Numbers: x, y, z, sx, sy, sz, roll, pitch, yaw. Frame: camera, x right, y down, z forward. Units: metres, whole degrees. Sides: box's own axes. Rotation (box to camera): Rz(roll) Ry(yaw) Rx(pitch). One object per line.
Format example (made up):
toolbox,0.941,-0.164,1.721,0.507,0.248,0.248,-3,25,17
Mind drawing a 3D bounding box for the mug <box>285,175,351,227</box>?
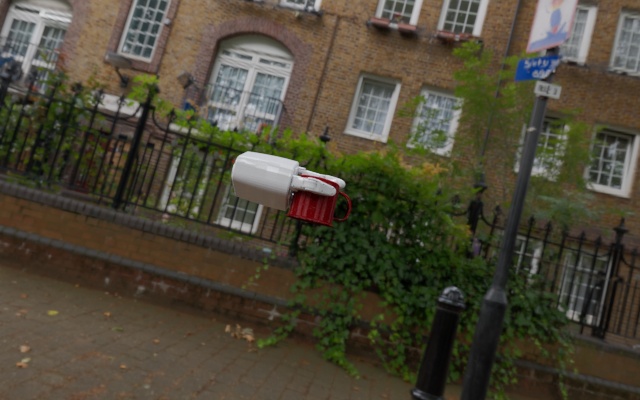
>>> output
mug,0.002,0.003,0.891,0.117,0.081,0.093,13,-5,2
